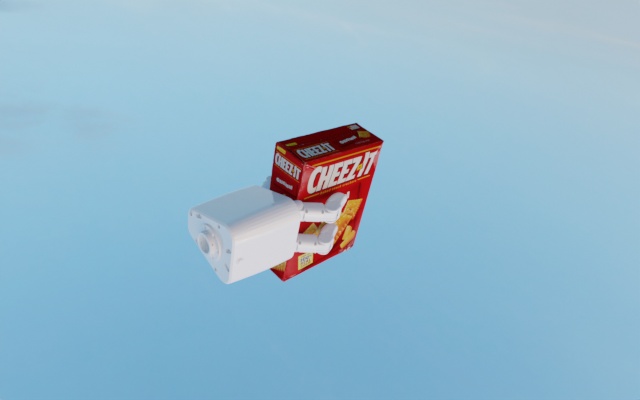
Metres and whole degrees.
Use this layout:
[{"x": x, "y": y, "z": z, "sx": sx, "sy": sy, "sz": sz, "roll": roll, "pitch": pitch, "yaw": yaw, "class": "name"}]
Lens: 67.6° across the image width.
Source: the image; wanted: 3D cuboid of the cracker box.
[{"x": 0.000, "y": 0.002, "z": 0.734, "sx": 0.164, "sy": 0.214, "sz": 0.072, "roll": -21, "pitch": 46, "yaw": -40, "class": "cracker box"}]
